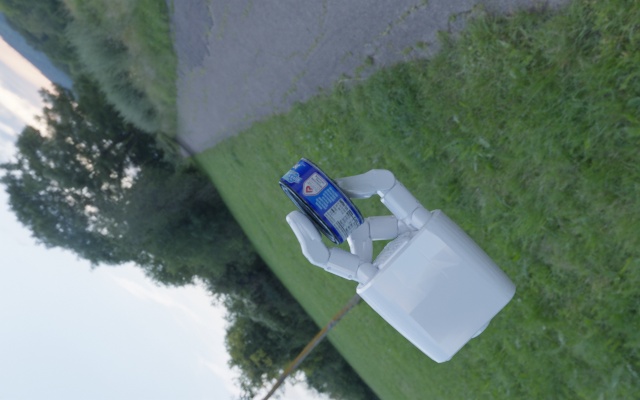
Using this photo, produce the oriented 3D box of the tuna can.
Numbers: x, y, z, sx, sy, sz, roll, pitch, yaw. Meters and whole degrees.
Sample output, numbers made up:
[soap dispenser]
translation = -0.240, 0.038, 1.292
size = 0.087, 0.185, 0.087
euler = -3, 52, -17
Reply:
[tuna can]
translation = 0.000, 0.002, 0.455
size = 0.034, 0.086, 0.086
euler = -44, 6, -7
